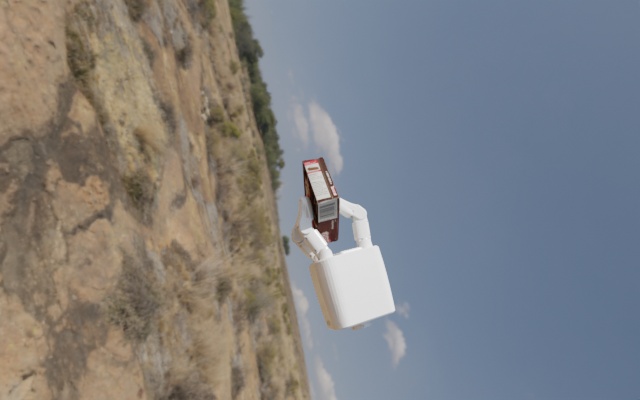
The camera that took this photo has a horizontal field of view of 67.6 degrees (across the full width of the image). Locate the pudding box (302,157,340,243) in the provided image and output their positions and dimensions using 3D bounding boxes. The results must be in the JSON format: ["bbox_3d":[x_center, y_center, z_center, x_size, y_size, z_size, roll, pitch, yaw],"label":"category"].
[{"bbox_3d":[0.000,0.002,0.755,0.039,0.090,0.114,-12,-38,-11],"label":"pudding box"}]
